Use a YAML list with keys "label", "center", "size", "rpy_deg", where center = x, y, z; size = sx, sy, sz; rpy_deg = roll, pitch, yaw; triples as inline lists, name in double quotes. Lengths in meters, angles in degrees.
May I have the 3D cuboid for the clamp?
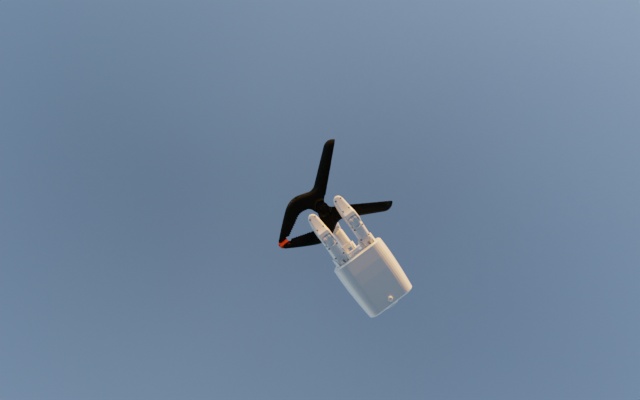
- label: "clamp"
  center: [0.000, 0.003, 0.852]
  size: [0.210, 0.164, 0.036]
  rpy_deg: [-36, -4, -5]
